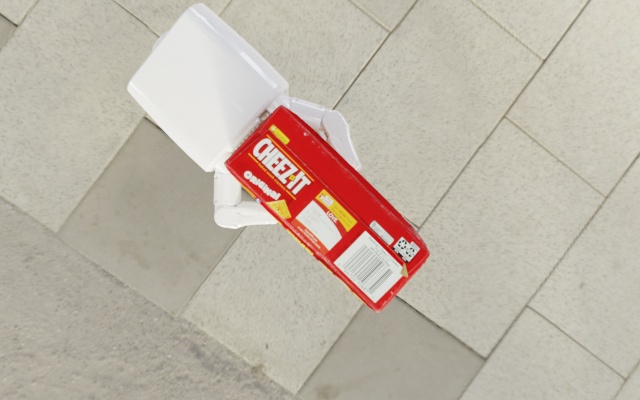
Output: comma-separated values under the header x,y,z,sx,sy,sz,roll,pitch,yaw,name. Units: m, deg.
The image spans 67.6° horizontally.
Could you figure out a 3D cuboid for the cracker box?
x,y,z,sx,sy,sz,roll,pitch,yaw,name
0.000,0.002,0.457,0.164,0.072,0.213,44,-1,-5,cracker box
